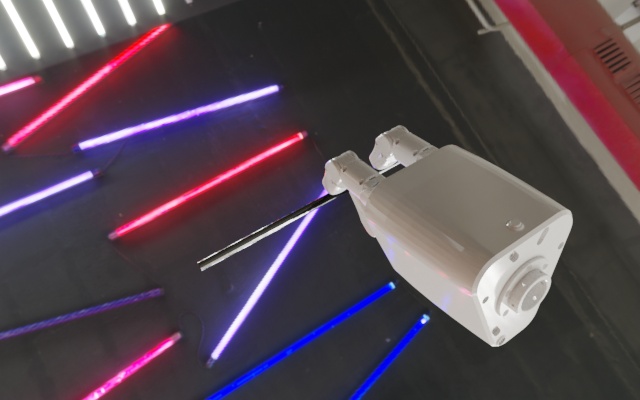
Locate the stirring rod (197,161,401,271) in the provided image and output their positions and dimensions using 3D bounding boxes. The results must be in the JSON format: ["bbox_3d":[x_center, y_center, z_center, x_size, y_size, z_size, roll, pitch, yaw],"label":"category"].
[{"bbox_3d":[0.000,0.002,0.434,0.239,0.011,0.011,-28,10,-20],"label":"stirring rod"}]
